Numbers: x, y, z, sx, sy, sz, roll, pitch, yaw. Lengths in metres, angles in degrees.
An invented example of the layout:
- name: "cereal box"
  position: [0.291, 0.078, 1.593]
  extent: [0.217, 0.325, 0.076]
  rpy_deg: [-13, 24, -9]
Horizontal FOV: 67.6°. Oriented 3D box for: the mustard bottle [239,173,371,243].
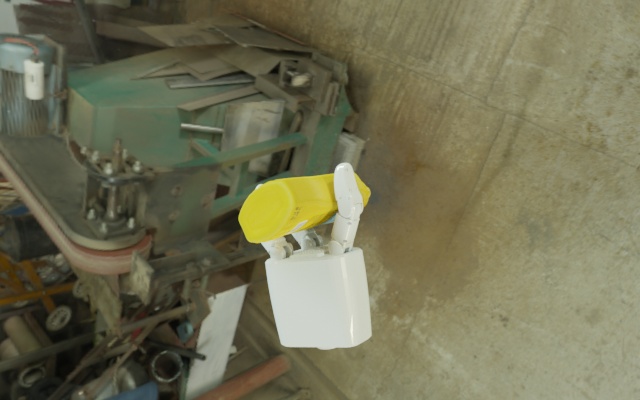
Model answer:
- name: "mustard bottle"
  position: [0.000, 0.002, 0.585]
  extent: [0.191, 0.058, 0.096]
  rpy_deg: [-11, -22, -48]
